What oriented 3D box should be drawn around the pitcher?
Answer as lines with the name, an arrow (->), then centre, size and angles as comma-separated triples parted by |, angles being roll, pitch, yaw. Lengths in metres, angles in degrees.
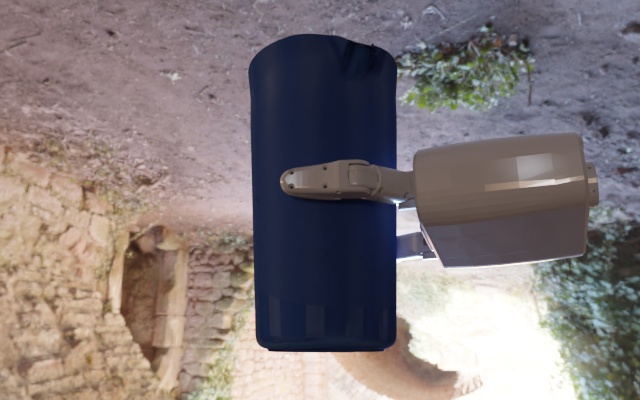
pitcher -> 0.000, 0.001, 0.407 | 0.145, 0.242, 0.149 | -7, -18, 22
